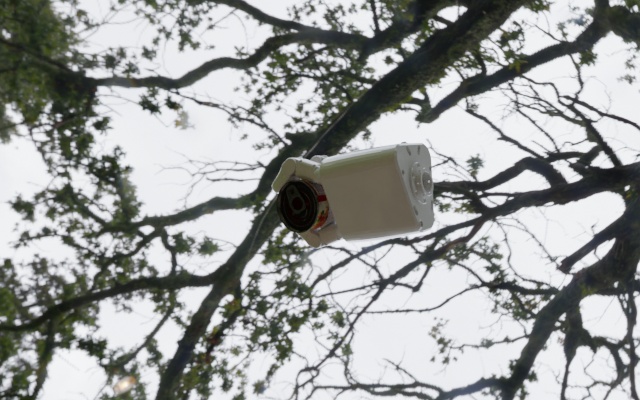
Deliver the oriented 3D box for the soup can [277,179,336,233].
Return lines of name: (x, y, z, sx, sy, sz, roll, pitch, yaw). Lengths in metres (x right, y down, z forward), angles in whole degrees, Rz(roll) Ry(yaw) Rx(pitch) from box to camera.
soup can: (0.000, 0.002, 0.642, 0.068, 0.068, 0.102, 0, 6, 37)
